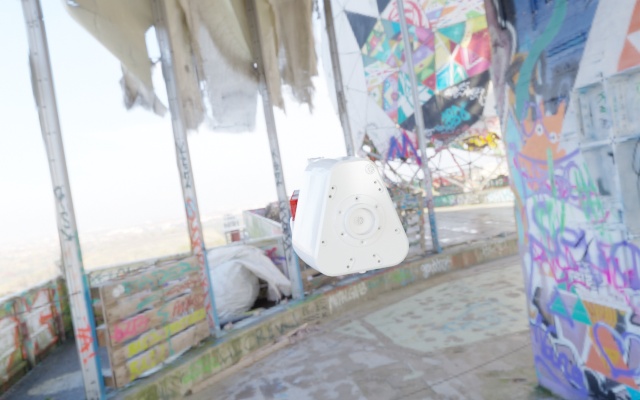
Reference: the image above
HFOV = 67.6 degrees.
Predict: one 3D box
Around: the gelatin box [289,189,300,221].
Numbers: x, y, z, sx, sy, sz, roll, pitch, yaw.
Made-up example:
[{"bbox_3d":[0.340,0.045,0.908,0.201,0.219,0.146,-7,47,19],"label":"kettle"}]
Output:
[{"bbox_3d":[0.000,0.002,0.615,0.073,0.030,0.089,-7,9,1],"label":"gelatin box"}]
